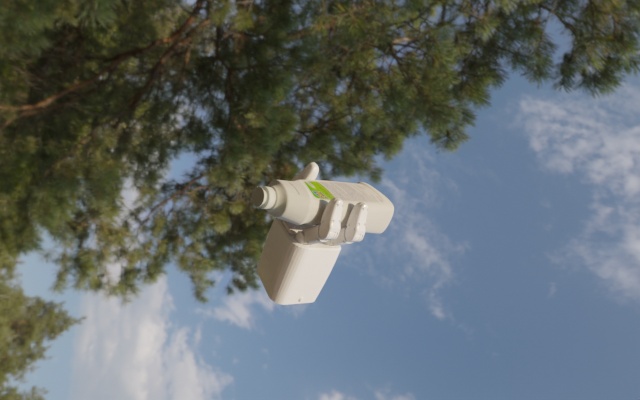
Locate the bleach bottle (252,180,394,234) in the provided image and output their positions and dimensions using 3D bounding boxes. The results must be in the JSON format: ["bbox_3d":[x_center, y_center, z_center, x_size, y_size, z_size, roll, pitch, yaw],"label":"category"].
[{"bbox_3d":[0.000,0.002,0.737,0.251,0.068,0.102,7,23,-44],"label":"bleach bottle"}]
